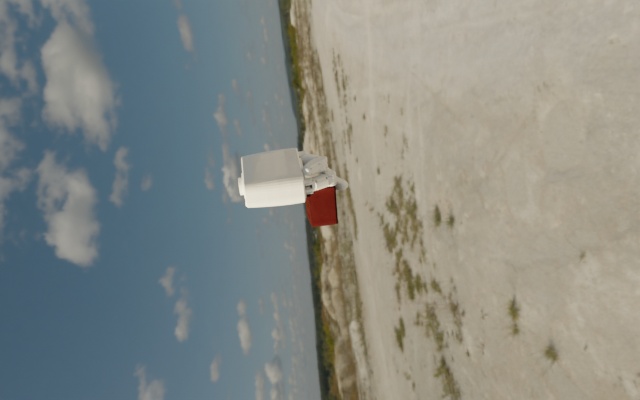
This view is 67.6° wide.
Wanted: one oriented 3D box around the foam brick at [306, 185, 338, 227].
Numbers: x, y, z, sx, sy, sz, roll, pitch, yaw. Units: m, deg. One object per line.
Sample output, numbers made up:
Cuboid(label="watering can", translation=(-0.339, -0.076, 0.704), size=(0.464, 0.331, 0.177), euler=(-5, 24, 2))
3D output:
Cuboid(label="foam brick", translation=(0.000, 0.003, 0.897), size=(0.051, 0.078, 0.053), euler=(-10, 25, -10))
